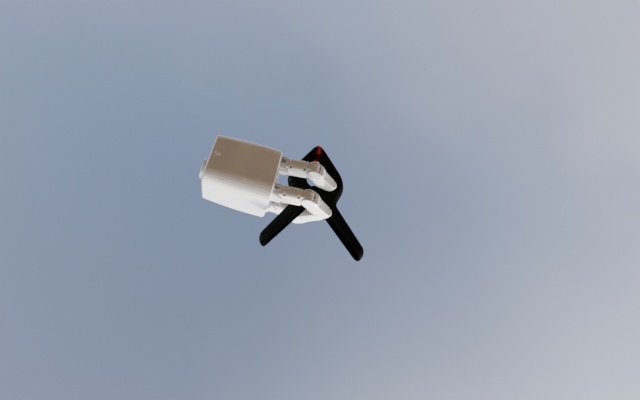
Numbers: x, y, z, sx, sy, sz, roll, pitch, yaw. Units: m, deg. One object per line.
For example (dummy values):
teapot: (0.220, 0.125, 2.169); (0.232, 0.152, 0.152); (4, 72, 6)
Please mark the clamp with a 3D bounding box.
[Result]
clamp: (0.000, 0.002, 0.785); (0.164, 0.209, 0.036); (17, -35, -8)
